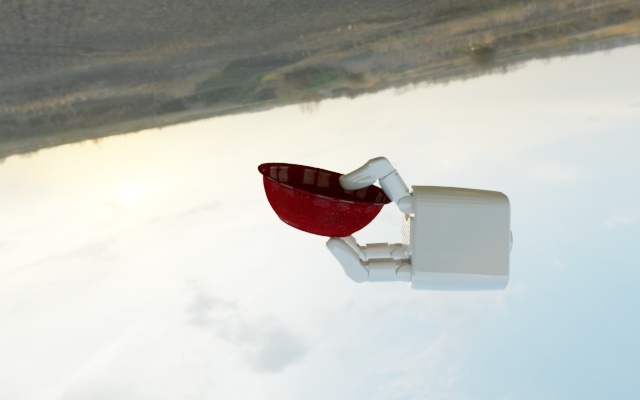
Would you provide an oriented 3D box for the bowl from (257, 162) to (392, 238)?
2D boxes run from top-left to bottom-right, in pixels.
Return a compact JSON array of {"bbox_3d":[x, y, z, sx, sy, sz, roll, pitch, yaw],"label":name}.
[{"bbox_3d":[-0.001,0.002,0.560,0.162,0.055,0.162,13,13,-3],"label":"bowl"}]
